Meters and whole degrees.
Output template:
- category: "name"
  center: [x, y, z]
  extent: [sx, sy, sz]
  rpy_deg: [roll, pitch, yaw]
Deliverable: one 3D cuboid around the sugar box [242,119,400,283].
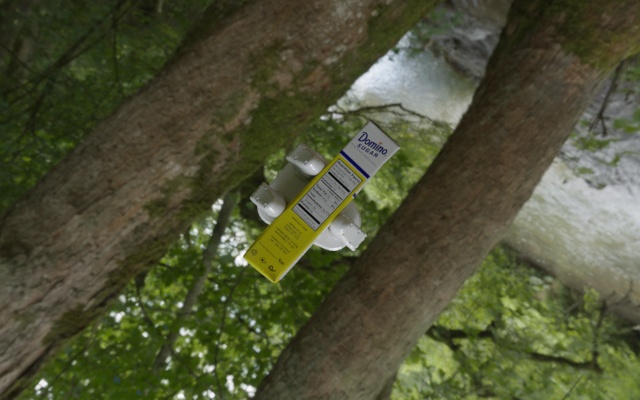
- category: "sugar box"
  center: [0.000, 0.001, 0.484]
  extent: [0.048, 0.176, 0.093]
  rpy_deg: [40, -3, 0]
